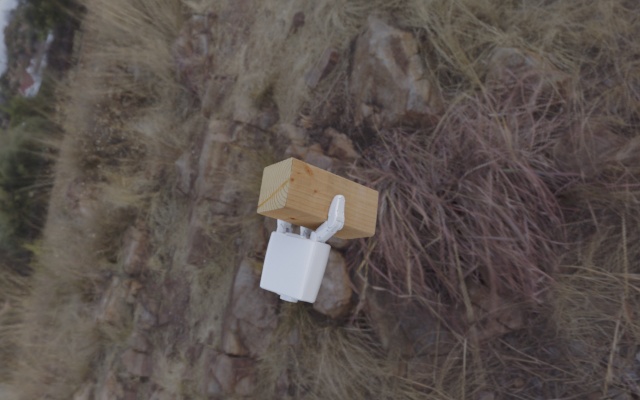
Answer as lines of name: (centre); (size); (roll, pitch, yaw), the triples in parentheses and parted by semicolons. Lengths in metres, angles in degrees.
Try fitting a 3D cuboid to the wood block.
wood block: (0.000, 0.003, 0.877); (0.206, 0.090, 0.091); (19, -19, -36)
